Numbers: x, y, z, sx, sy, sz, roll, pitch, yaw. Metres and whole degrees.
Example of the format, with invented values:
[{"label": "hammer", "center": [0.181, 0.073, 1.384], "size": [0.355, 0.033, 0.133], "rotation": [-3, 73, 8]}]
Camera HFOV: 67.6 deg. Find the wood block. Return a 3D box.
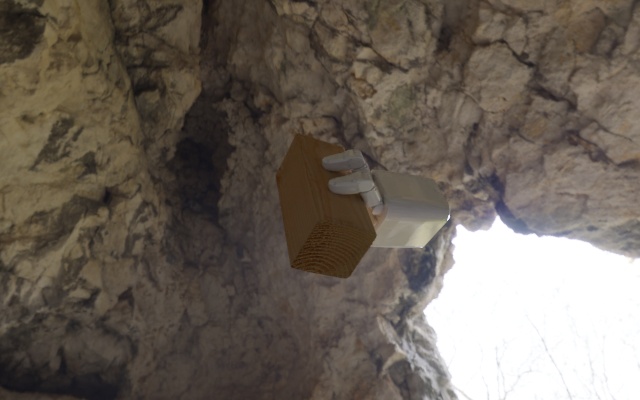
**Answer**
[{"label": "wood block", "center": [0.000, 0.003, 0.699], "size": [0.090, 0.091, 0.206], "rotation": [15, 34, -23]}]
